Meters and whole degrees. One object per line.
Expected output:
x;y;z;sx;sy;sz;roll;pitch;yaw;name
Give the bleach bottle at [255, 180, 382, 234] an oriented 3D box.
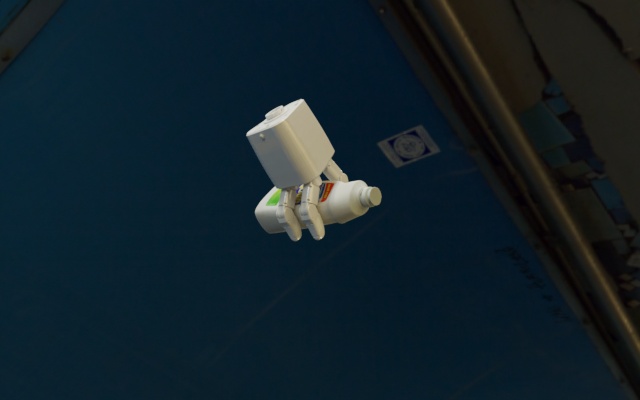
0.000;0.003;0.813;0.251;0.068;0.102;-9;31;45;bleach bottle
